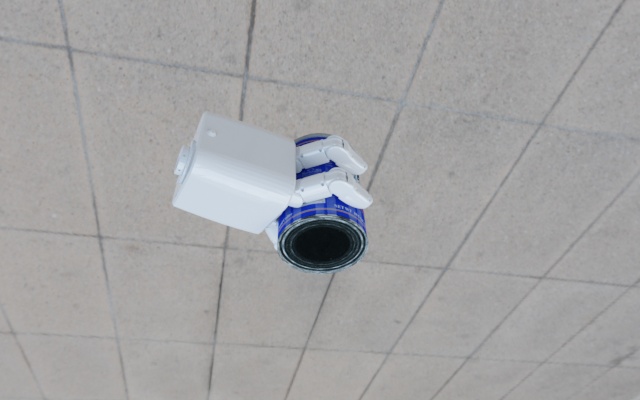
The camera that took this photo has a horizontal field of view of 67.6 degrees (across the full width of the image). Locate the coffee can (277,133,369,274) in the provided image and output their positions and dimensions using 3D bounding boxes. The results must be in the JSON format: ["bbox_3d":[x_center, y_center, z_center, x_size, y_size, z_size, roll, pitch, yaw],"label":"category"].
[{"bbox_3d":[0.000,0.002,0.577,0.103,0.140,0.103,-2,-44,-1],"label":"coffee can"}]
